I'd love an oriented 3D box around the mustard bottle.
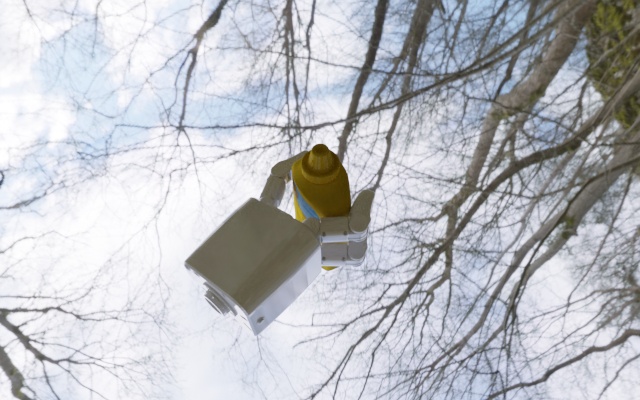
[{"bbox_3d":[0.000,0.002,0.561,0.058,0.096,0.192,-22,-31,-13],"label":"mustard bottle"}]
